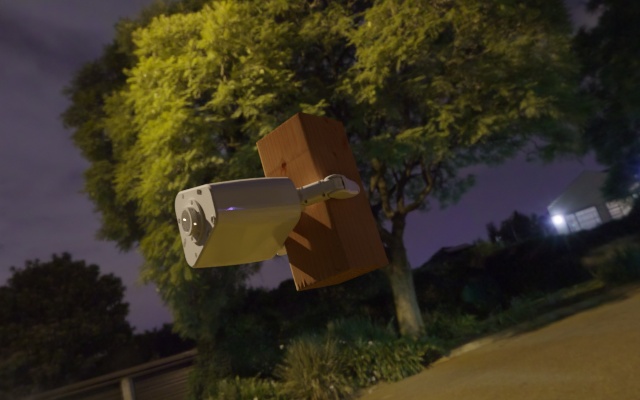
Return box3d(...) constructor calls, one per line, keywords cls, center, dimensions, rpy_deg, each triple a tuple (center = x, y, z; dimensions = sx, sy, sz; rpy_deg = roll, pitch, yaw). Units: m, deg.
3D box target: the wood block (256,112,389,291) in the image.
box3d(cls="wood block", center=(0.000, 0.002, 0.624), dimensions=(0.091, 0.206, 0.090), rpy_deg=(-28, -19, 36))
